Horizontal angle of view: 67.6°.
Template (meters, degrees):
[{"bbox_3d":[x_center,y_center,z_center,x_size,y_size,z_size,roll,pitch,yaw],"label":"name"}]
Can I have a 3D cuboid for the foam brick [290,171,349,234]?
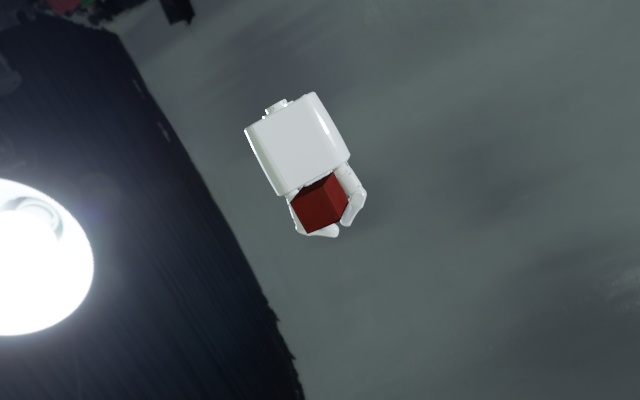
[{"bbox_3d":[0.000,0.002,0.650,0.053,0.051,0.078,-24,12,18],"label":"foam brick"}]
